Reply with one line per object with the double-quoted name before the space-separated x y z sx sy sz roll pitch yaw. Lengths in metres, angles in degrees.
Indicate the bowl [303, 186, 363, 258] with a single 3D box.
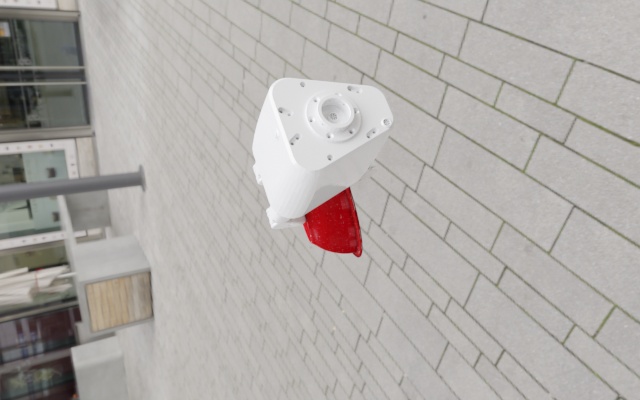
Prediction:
"bowl" 0.000 0.003 0.602 0.055 0.162 0.162 -17 2 -6
